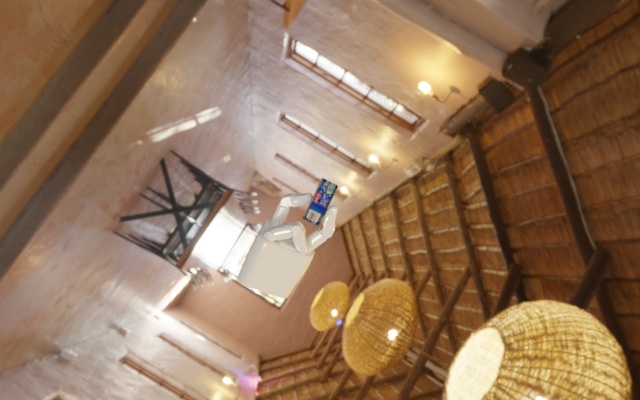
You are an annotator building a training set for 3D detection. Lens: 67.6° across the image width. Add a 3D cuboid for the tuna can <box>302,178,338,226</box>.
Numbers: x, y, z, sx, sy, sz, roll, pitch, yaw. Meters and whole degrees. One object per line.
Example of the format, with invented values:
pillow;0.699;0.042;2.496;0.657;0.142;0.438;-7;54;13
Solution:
tuna can;0.001;0.003;0.883;0.034;0.086;0.086;26;0;1
